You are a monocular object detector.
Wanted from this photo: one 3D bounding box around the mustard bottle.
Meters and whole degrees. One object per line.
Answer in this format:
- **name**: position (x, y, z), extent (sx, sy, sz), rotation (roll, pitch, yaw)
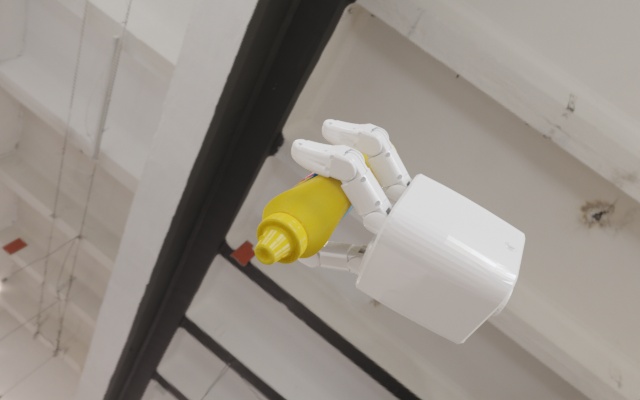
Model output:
- **mustard bottle**: position (0.000, 0.001, 0.433), extent (0.096, 0.058, 0.191), rotation (-38, 4, 37)
